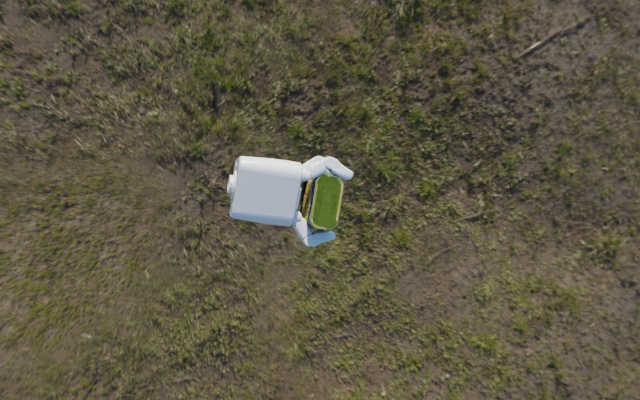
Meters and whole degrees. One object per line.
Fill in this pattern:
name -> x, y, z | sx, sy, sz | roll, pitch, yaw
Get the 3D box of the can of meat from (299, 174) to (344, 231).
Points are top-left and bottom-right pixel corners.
can of meat -> 0.000, 0.003, 0.855 | 0.057, 0.102, 0.084 | 9, -2, -15
